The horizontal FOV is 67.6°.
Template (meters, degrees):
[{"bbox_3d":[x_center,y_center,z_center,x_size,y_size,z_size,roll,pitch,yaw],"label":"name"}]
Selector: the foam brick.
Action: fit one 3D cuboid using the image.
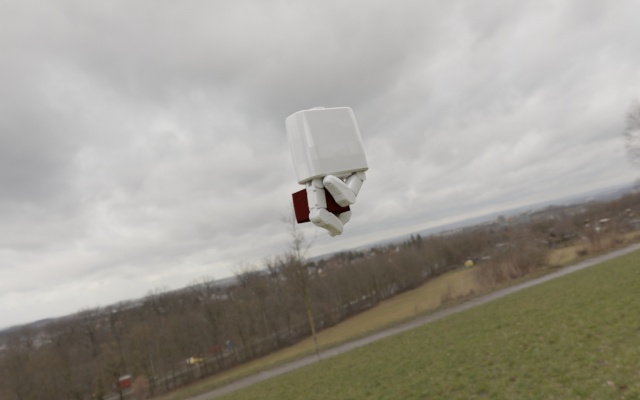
[{"bbox_3d":[0.000,0.003,0.770,0.053,0.051,0.078,-8,-8,-45],"label":"foam brick"}]
